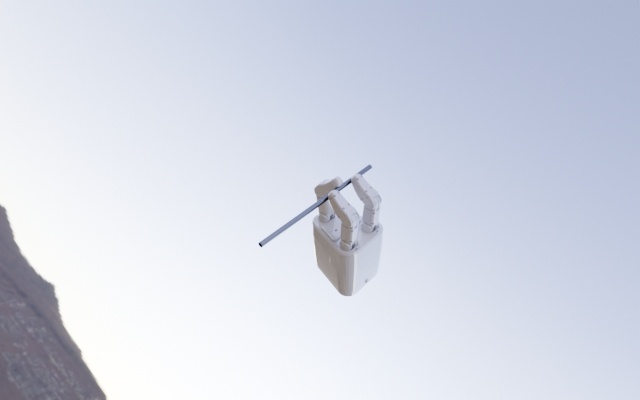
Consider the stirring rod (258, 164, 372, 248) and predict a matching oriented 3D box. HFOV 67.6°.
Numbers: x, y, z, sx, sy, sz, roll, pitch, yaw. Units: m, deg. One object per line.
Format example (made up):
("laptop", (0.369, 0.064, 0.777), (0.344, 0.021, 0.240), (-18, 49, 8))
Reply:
("stirring rod", (0.000, 0.002, 0.707), (0.239, 0.011, 0.011), (-35, 22, -35))
